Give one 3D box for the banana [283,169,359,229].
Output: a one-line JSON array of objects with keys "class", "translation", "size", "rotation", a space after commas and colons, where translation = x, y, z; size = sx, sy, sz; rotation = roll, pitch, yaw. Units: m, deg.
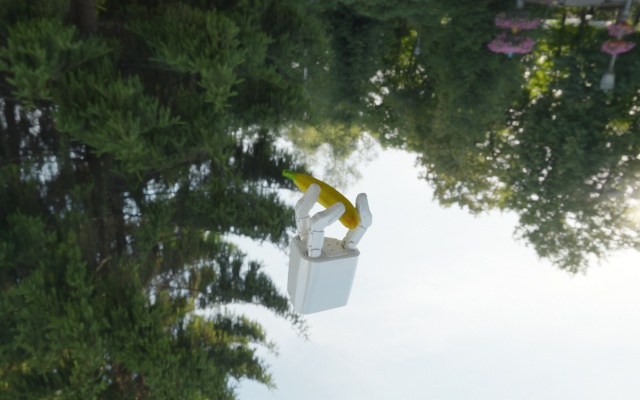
[{"class": "banana", "translation": [0.012, 0.001, 0.823], "size": [0.069, 0.037, 0.197], "rotation": [-2, 27, -42]}]
